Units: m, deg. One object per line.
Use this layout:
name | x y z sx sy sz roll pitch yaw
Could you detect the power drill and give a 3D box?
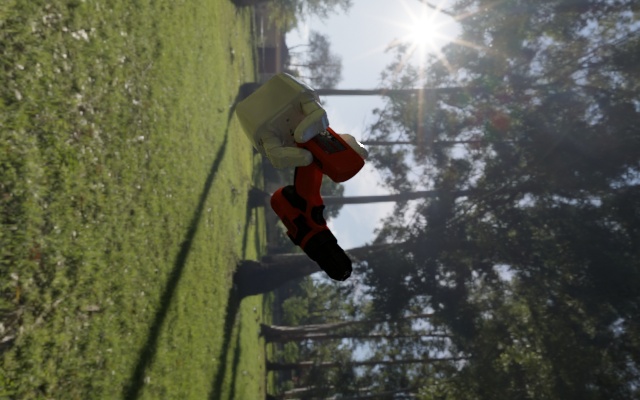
power drill | 0.000 0.002 0.681 0.057 0.188 0.184 -20 54 -36
